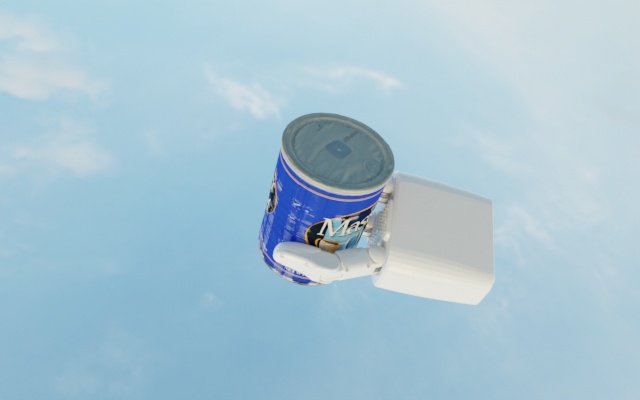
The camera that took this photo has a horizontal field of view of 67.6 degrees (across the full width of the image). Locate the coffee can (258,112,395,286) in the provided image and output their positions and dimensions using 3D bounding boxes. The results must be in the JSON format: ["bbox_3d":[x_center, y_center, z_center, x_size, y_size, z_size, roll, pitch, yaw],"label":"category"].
[{"bbox_3d":[0.000,0.001,0.465,0.103,0.102,0.140,0,-43,-19],"label":"coffee can"}]
